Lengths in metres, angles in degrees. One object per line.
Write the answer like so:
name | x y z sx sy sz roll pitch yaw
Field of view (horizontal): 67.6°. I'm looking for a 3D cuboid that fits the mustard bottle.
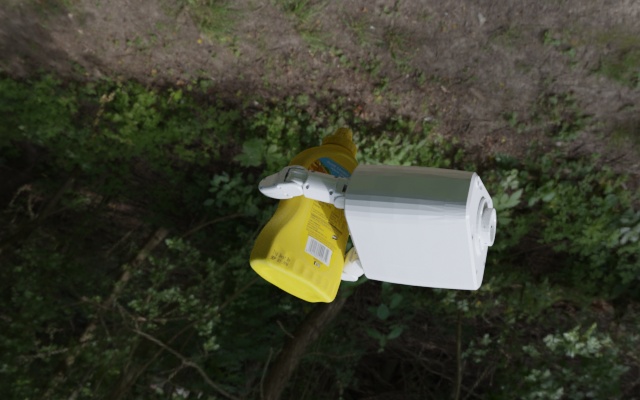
mustard bottle | 0.000 0.002 0.503 0.096 0.191 0.058 36 -31 -30
